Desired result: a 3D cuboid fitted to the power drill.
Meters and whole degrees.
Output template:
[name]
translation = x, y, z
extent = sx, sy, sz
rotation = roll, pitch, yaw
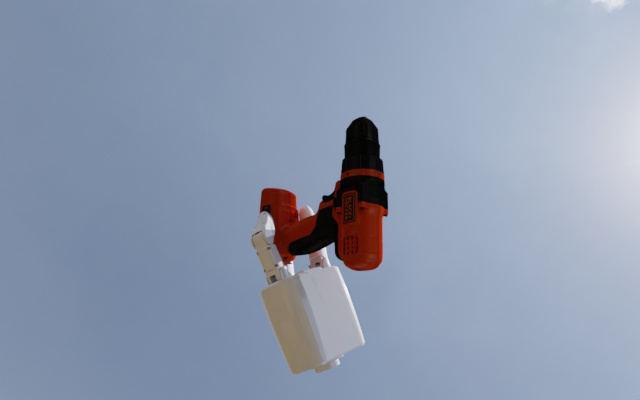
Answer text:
[power drill]
translation = 0.000, 0.002, 0.599
extent = 0.057, 0.184, 0.188
rotation = 19, -24, -40
